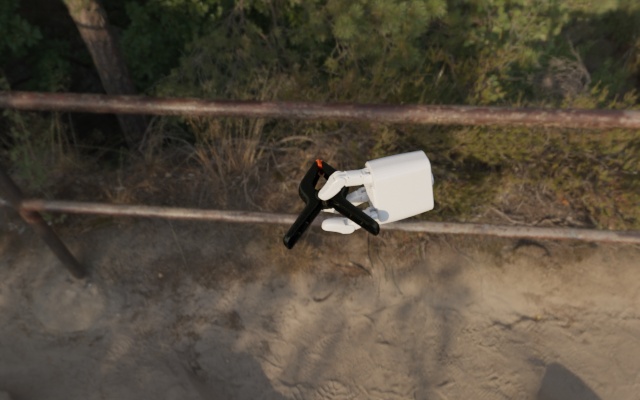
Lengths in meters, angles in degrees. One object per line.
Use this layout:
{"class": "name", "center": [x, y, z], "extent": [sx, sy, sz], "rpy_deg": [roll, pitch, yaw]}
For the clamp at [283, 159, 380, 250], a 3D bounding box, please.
{"class": "clamp", "center": [0.000, 0.002, 0.869], "extent": [0.164, 0.036, 0.209], "rpy_deg": [-13, 44, -6]}
